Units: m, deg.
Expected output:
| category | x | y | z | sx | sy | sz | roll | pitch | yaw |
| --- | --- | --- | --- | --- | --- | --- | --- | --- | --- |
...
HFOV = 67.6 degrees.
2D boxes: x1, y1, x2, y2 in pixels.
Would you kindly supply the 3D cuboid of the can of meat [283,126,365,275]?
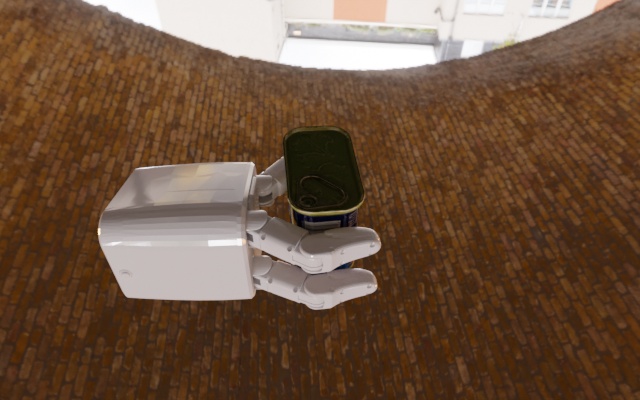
| category | x | y | z | sx | sy | sz | roll | pitch | yaw |
| --- | --- | --- | --- | --- | --- | --- | --- | --- | --- |
| can of meat | 0.000 | 0.001 | 0.402 | 0.057 | 0.084 | 0.102 | -4 | 45 | -5 |
